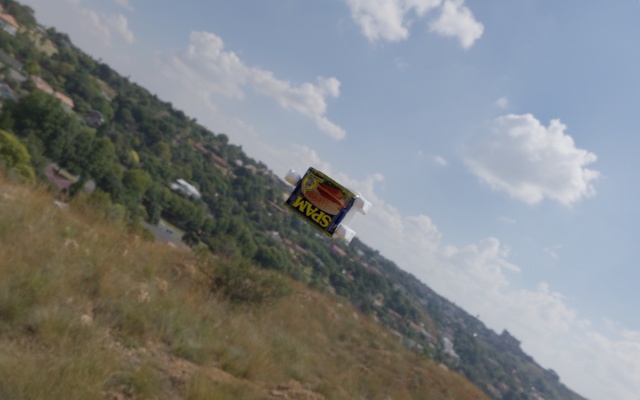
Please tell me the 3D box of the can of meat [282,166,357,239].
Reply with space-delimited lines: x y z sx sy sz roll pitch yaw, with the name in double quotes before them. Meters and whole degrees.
"can of meat" 0.000 0.002 0.808 0.102 0.084 0.057 34 -2 7
